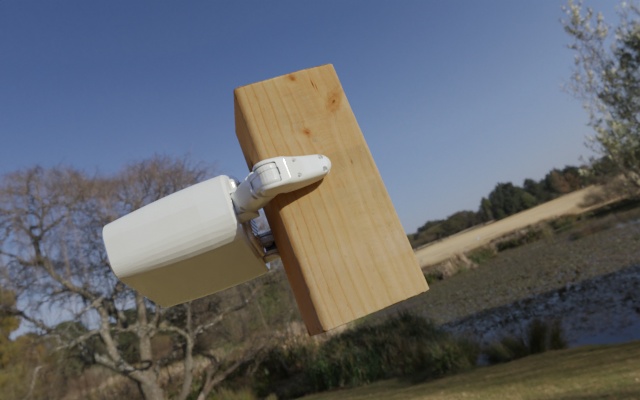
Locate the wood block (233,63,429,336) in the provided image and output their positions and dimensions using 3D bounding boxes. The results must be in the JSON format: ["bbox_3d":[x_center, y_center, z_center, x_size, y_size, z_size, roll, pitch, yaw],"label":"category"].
[{"bbox_3d":[0.000,0.001,0.415,0.090,0.206,0.091,-18,-13,-14],"label":"wood block"}]
